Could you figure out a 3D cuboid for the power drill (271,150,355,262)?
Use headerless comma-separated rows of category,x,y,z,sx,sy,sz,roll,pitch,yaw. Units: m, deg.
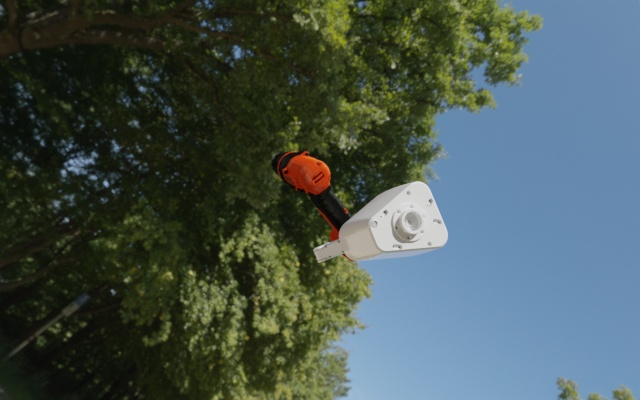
power drill,0.001,0.003,0.763,0.057,0.188,0.184,-41,22,-8
